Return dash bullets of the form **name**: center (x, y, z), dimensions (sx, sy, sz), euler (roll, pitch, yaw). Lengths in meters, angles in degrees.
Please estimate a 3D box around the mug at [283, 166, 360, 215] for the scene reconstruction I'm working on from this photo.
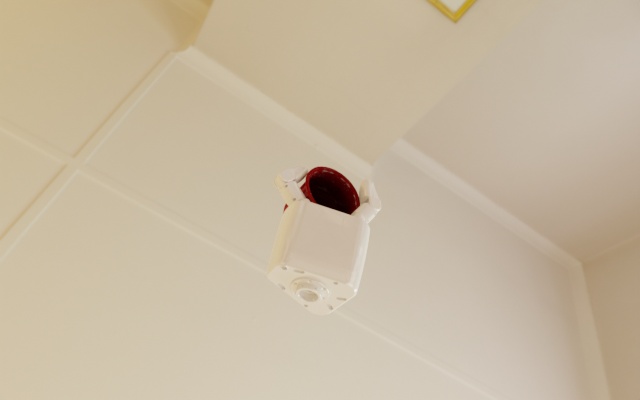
- **mug**: center (0.000, 0.001, 0.711), dimensions (0.093, 0.117, 0.081), euler (31, -47, -15)
